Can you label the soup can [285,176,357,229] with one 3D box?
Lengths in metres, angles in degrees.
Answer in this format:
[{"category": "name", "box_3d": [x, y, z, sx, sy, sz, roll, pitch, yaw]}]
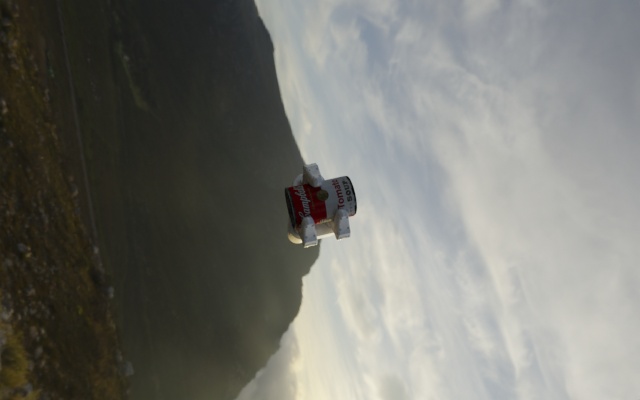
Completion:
[{"category": "soup can", "box_3d": [0.000, 0.002, 0.761, 0.102, 0.068, 0.068, -12, 2, -10]}]
